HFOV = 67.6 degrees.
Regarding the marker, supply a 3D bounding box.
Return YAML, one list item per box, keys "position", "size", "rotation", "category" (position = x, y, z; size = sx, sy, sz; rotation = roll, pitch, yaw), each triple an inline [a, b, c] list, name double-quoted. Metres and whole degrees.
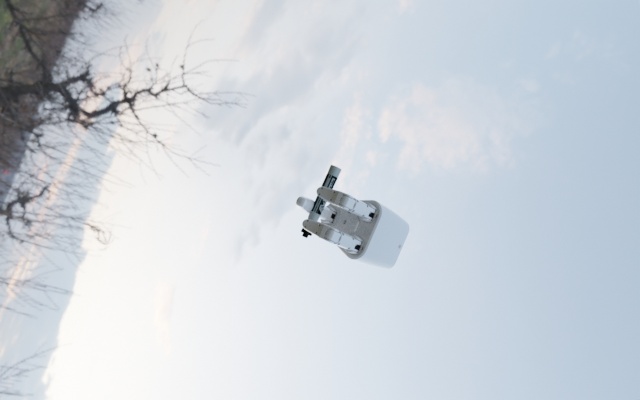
- position: [0.000, 0.002, 0.748]
  size: [0.020, 0.121, 0.020]
  rotation: [24, -2, 1]
  category: "marker"
